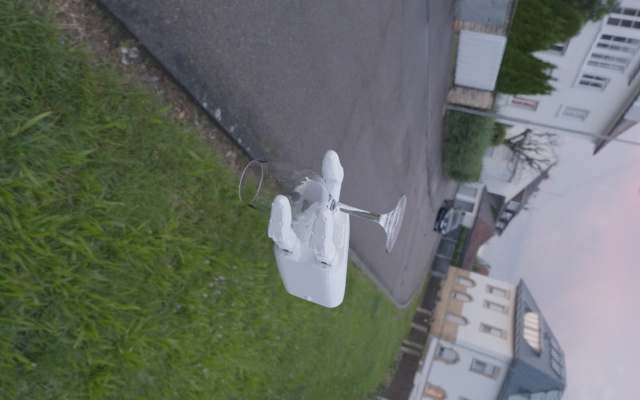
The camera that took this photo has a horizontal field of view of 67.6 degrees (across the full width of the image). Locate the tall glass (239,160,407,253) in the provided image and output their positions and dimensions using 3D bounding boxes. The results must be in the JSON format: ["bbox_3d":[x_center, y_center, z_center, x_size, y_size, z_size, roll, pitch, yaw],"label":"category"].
[{"bbox_3d":[0.001,0.002,0.599,0.201,0.079,0.079,16,5,17],"label":"tall glass"}]
